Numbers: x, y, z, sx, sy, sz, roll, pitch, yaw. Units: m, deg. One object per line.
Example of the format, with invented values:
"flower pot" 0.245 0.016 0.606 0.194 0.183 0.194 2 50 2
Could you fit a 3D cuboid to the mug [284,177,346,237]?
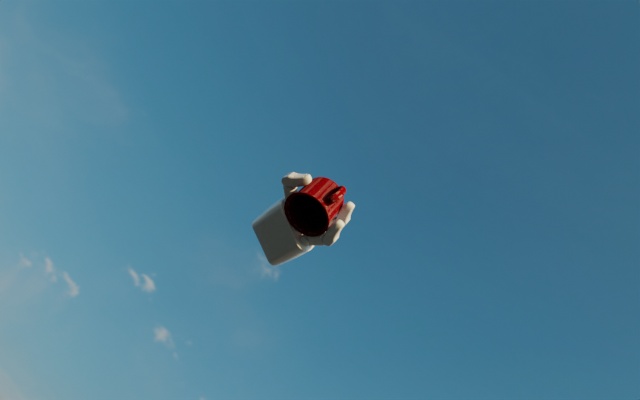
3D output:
"mug" 0.001 0.002 0.882 0.117 0.093 0.081 -31 10 40
